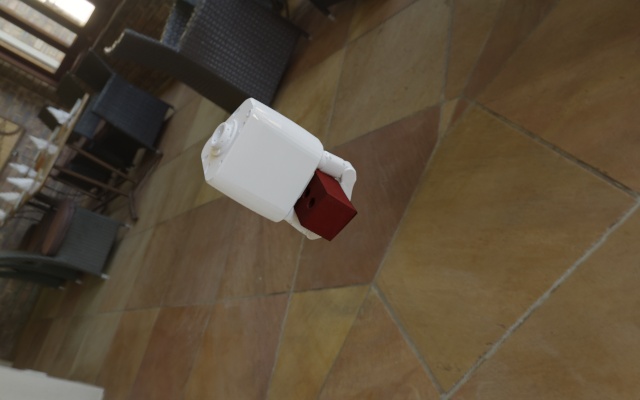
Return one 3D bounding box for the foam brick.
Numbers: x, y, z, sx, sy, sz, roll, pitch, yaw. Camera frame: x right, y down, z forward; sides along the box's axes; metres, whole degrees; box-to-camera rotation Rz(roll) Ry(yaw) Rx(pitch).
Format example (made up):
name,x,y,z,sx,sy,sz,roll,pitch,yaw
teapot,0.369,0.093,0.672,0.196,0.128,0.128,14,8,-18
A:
name,x,y,z,sx,sy,sz,roll,pitch,yaw
foam brick,0.000,0.002,0.596,0.051,0.053,0.078,31,18,-33
